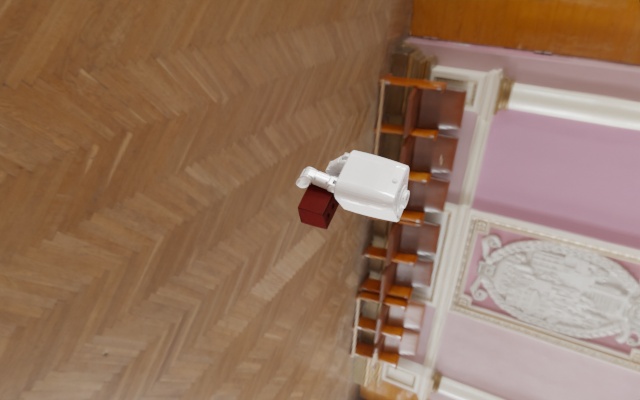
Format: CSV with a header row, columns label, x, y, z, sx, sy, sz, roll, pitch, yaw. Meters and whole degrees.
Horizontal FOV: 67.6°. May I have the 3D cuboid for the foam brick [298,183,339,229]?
label,x,y,z,sx,sy,sz,roll,pitch,yaw
foam brick,0.000,0.003,0.856,0.051,0.078,0.053,18,-27,17
